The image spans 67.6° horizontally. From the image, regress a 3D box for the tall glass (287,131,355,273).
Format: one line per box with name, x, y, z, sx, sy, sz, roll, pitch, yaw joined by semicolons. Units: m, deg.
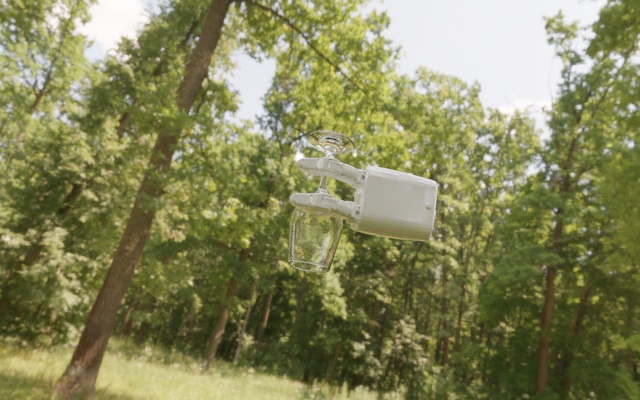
tall glass;0.000;0.002;0.709;0.079;0.201;0.079;10;-19;3
